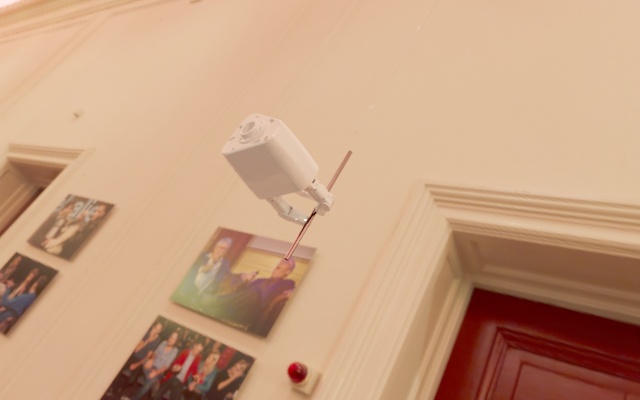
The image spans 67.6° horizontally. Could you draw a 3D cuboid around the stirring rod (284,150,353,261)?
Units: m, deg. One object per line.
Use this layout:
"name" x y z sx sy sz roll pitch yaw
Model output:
"stirring rod" 0.000 0.003 0.825 0.011 0.239 0.011 24 -27 13
